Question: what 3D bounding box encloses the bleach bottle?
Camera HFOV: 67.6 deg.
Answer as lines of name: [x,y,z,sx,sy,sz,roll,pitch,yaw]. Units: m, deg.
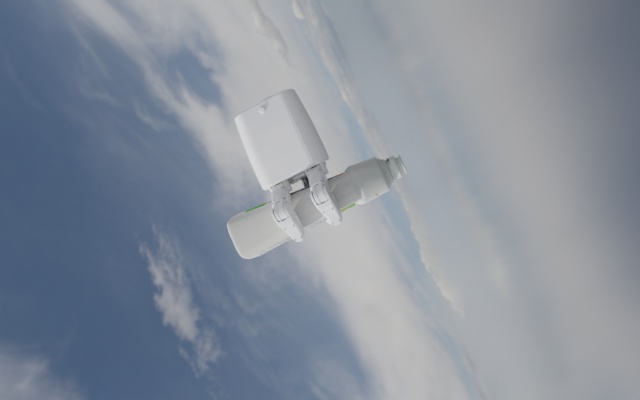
bleach bottle: [0.000,0.002,0.666,0.251,0.068,0.102,-25,-1,12]
